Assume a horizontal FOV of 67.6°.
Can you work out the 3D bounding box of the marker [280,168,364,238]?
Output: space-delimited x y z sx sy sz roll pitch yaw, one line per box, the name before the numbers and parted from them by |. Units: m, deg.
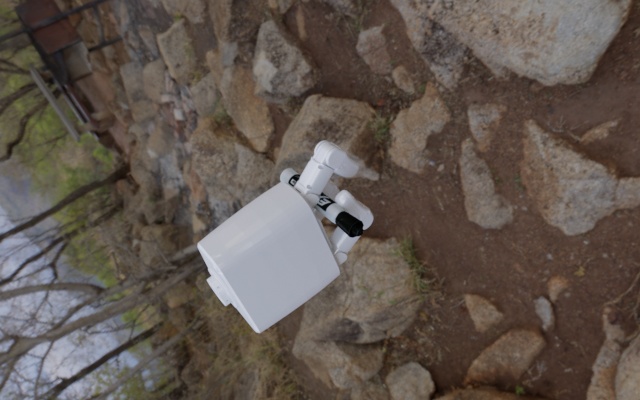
marker | 0.000 0.002 0.481 0.020 0.020 0.121 0 28 -44
